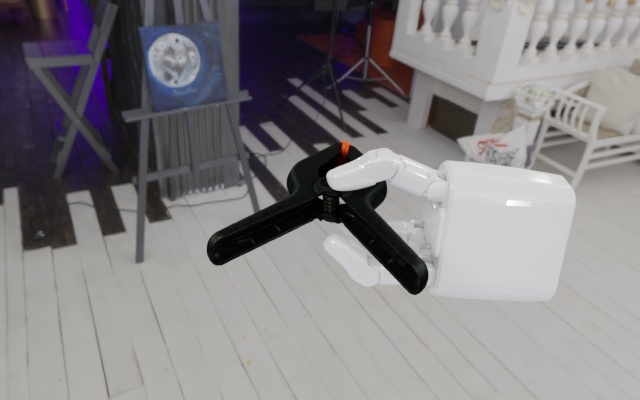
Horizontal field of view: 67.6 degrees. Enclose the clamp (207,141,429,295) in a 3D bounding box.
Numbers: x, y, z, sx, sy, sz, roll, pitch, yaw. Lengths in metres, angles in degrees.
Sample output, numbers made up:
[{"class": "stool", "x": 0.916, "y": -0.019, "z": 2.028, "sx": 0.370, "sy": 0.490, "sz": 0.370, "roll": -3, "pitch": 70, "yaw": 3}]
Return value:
[{"class": "clamp", "x": 0.000, "y": 0.000, "z": 0.423, "sx": 0.164, "sy": 0.036, "sz": 0.209, "roll": 5, "pitch": 32, "yaw": 0}]
